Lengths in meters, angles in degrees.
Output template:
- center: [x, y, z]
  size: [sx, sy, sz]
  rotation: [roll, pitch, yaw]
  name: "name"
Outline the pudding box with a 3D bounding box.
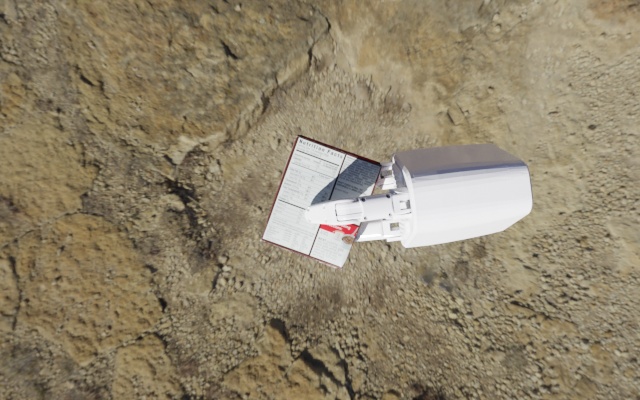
- center: [0.000, 0.002, 0.475]
  size: [0.090, 0.113, 0.039]
  rotation: [20, 1, -1]
  name: "pudding box"
